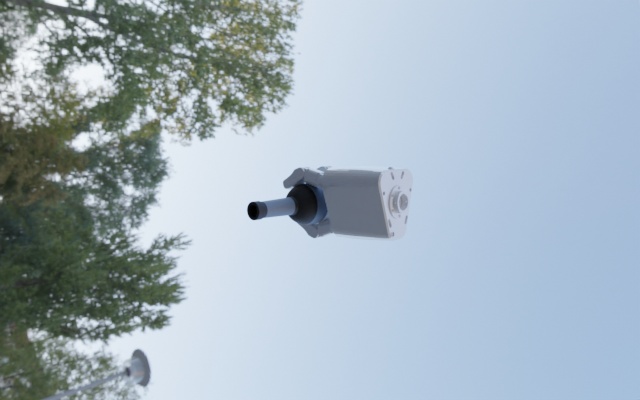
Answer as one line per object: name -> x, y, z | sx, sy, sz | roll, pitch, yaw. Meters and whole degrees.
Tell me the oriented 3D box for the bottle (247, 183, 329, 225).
bottle -> 0.000, 0.003, 0.795 | 0.069, 0.069, 0.295 | 0, 5, 42
